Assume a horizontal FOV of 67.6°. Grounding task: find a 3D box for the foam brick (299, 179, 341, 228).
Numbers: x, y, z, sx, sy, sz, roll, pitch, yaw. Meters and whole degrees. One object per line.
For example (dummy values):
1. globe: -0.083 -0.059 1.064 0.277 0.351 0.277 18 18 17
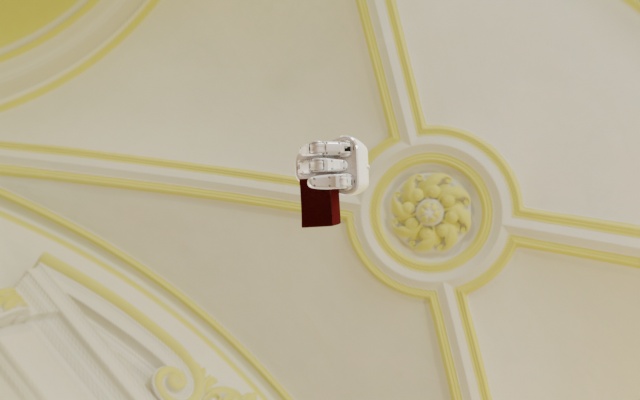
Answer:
1. foam brick: 0.000 0.003 0.764 0.053 0.078 0.051 -2 1 17
